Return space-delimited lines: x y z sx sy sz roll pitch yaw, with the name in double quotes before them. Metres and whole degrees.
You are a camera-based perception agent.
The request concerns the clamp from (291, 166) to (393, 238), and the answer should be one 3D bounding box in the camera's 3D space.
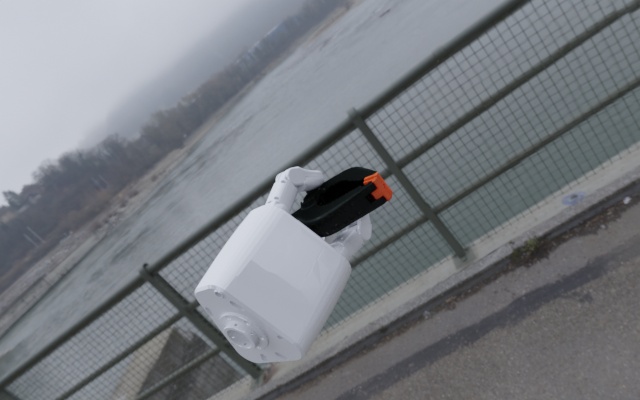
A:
"clamp" 0.000 0.001 0.543 0.210 0.036 0.164 -23 26 43
